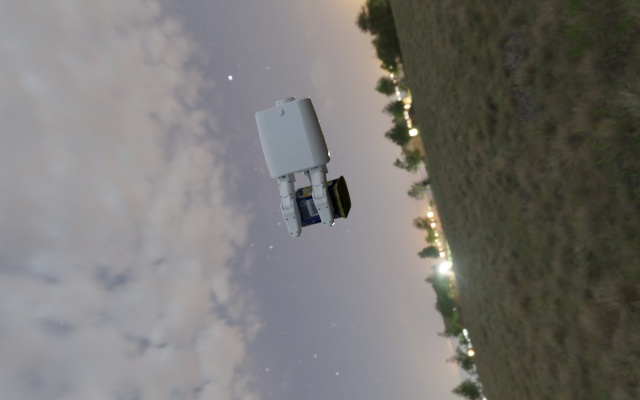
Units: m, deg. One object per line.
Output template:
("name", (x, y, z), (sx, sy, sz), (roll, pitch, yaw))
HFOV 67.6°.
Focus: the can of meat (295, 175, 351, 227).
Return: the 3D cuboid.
("can of meat", (0.000, 0.003, 0.786), (0.084, 0.057, 0.102), (-14, 12, 12))
